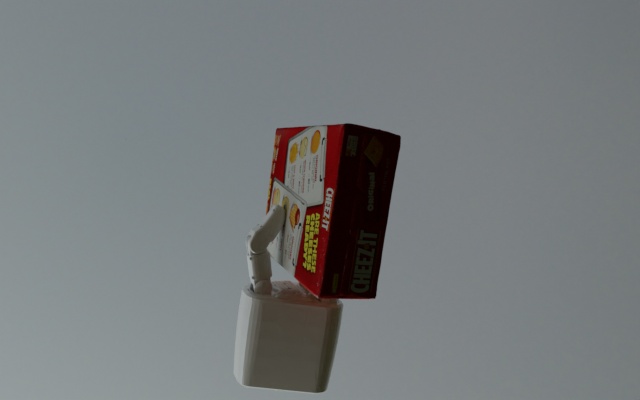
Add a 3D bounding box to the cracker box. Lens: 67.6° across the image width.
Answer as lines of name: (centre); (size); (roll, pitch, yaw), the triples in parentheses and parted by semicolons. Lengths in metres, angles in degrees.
cracker box: (0.000, 0.002, 0.540); (0.072, 0.164, 0.213); (6, 5, -23)
